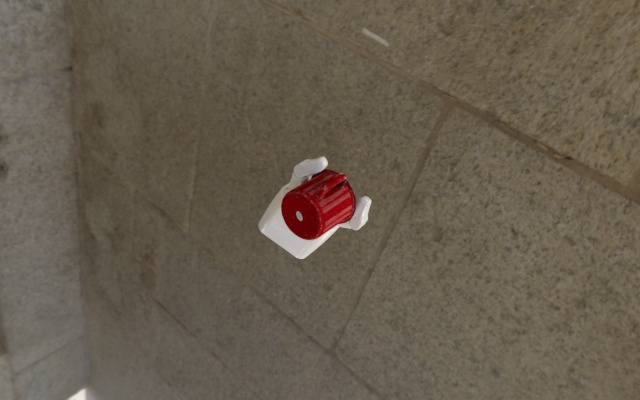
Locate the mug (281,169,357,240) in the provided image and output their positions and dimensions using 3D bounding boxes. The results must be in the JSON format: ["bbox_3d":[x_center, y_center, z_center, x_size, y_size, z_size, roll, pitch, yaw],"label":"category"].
[{"bbox_3d":[0.001,0.002,0.719,0.081,0.093,0.117,-32,-13,-46],"label":"mug"}]
